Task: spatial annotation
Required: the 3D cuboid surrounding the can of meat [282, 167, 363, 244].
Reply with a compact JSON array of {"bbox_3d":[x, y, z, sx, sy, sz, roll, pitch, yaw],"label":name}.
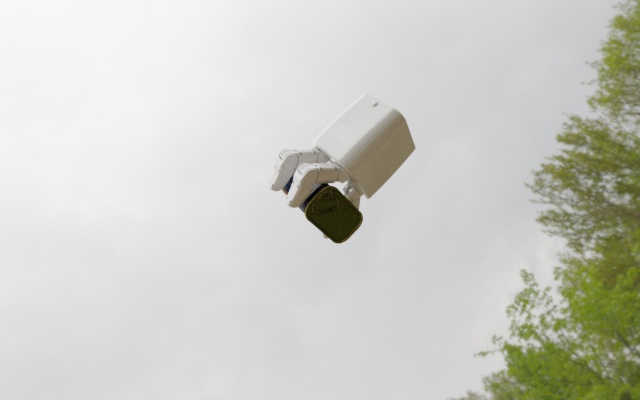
[{"bbox_3d":[0.000,0.002,0.675,0.102,0.057,0.084,43,1,-43],"label":"can of meat"}]
